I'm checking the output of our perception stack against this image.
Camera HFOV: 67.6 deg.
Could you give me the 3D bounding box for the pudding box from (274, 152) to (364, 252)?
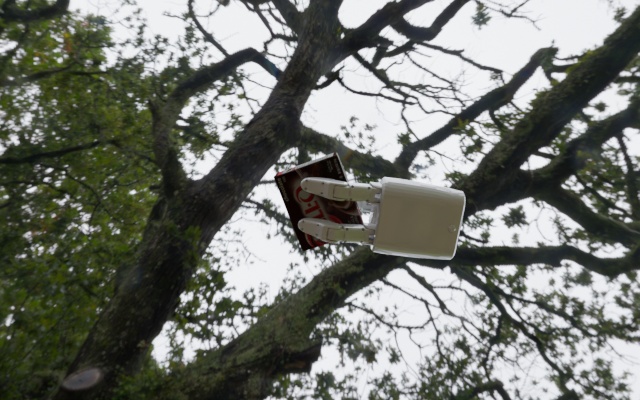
[{"bbox_3d":[0.000,0.002,0.640,0.090,0.113,0.039,-19,10,9],"label":"pudding box"}]
